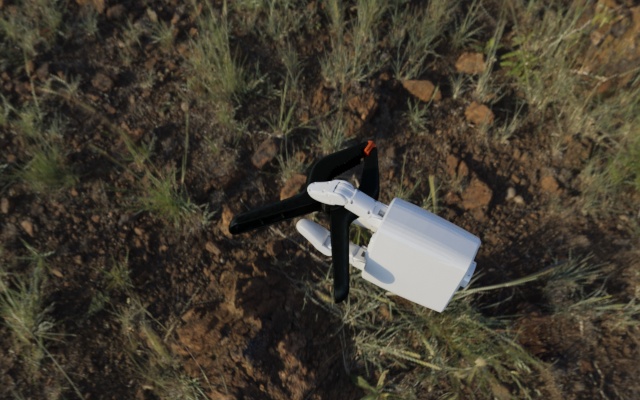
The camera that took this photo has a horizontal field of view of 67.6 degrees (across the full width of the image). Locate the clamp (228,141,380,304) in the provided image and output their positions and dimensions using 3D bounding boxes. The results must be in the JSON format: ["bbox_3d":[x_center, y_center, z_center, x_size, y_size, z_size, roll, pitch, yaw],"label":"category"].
[{"bbox_3d":[0.001,0.001,0.588,0.164,0.210,0.036,25,-26,12],"label":"clamp"}]
